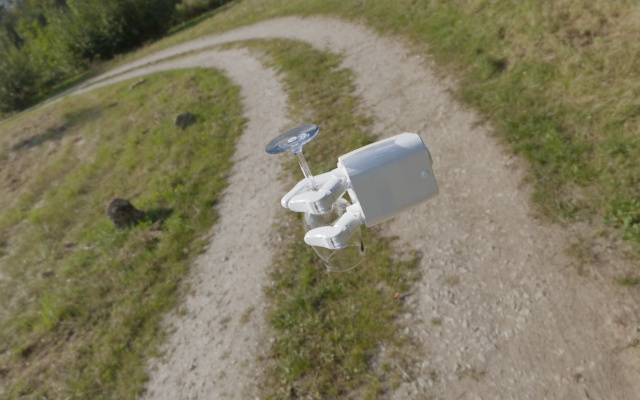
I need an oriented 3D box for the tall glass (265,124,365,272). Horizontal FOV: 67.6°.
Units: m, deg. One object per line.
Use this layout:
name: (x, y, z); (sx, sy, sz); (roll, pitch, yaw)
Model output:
tall glass: (0.000, 0.002, 0.651); (0.079, 0.201, 0.079); (-19, 27, 10)
